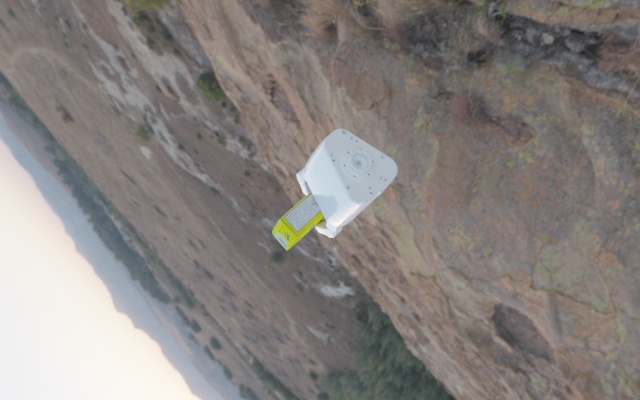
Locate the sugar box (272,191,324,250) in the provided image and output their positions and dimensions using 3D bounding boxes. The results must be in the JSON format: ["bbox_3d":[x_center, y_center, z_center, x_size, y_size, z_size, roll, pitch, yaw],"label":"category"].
[{"bbox_3d":[0.000,0.003,0.798,0.176,0.048,0.093,-40,-5,-23],"label":"sugar box"}]
